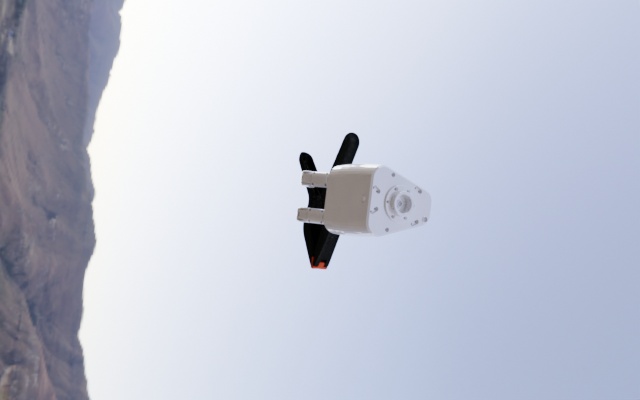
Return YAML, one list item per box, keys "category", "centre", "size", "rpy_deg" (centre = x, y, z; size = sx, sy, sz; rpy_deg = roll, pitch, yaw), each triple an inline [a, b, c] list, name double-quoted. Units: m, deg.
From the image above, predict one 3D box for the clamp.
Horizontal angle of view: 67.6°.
- category: "clamp"
  centre: [0.001, 0.003, 0.766]
  size: [0.036, 0.210, 0.164]
  rpy_deg: [8, -3, -28]
